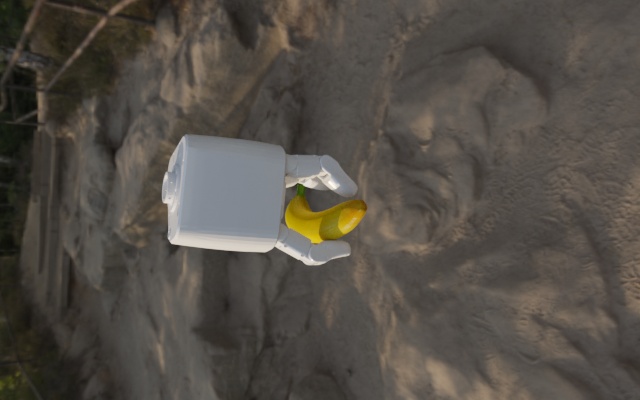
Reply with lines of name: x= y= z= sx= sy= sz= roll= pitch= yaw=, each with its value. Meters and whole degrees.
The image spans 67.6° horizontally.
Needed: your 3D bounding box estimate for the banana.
banana: x=-0.005 y=0.020 z=0.595 sx=0.037 sy=0.069 sz=0.198 roll=11 pitch=3 yaw=-26
